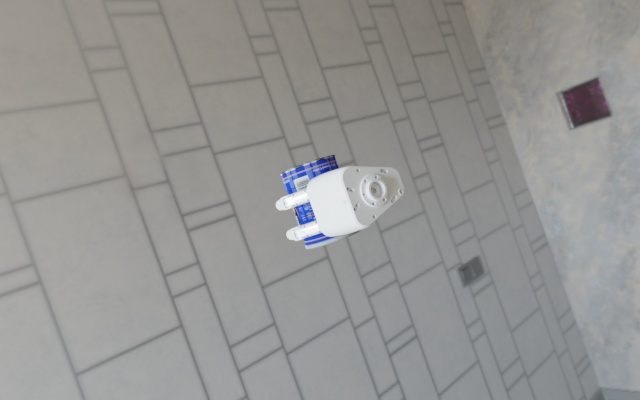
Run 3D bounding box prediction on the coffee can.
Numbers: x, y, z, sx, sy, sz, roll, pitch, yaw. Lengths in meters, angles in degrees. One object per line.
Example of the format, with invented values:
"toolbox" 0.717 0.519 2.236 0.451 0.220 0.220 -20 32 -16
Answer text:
"coffee can" 0.000 0.003 0.839 0.103 0.140 0.103 -19 0 0
